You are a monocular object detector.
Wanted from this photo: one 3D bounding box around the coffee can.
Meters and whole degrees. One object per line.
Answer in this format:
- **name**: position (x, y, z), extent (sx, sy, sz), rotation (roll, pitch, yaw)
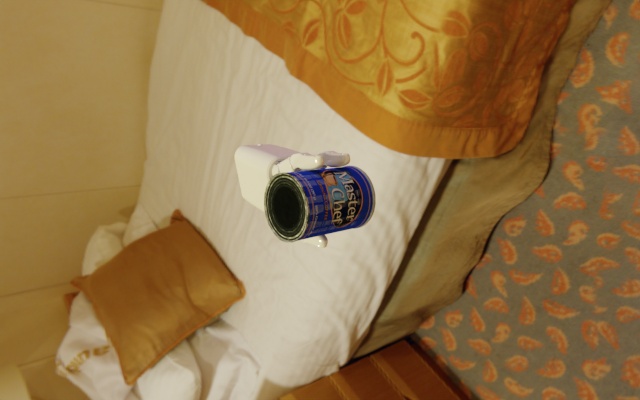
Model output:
- **coffee can**: position (0.000, 0.002, 0.729), extent (0.140, 0.103, 0.103), rotation (-9, 6, -42)
